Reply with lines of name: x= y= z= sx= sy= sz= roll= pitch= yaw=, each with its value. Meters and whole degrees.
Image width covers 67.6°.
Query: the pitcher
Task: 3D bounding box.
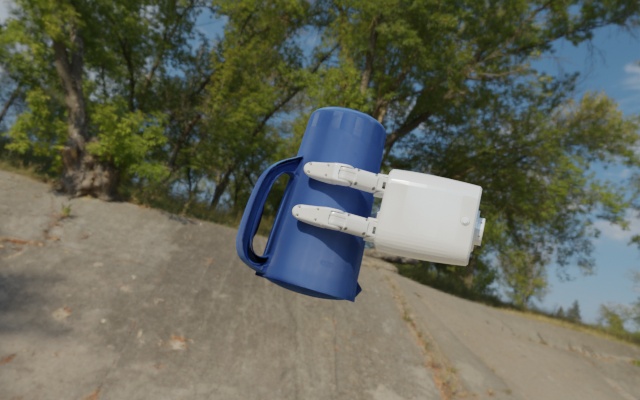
pitcher: x=0.000 y=0.002 z=0.629 sx=0.145 sy=0.242 sz=0.149 roll=11 pitch=-12 yaw=18
